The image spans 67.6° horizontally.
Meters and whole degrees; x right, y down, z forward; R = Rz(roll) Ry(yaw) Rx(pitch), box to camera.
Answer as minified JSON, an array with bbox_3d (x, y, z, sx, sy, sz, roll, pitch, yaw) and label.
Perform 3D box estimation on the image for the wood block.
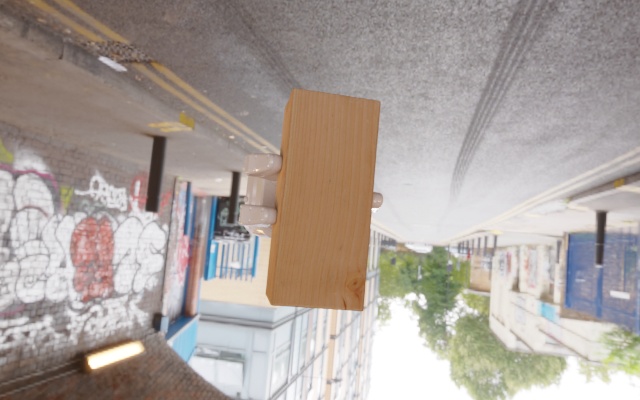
[{"bbox_3d":[0.000,0.002,0.496,0.091,0.206,0.090,6,-5,-10],"label":"wood block"}]
